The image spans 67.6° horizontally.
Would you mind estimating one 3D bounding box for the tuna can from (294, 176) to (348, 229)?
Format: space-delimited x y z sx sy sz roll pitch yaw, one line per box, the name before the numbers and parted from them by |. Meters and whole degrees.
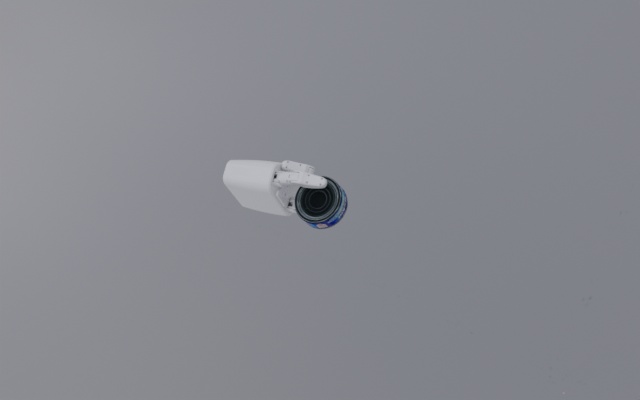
tuna can | 0.000 0.002 0.801 0.086 0.086 0.034 0 -19 21
